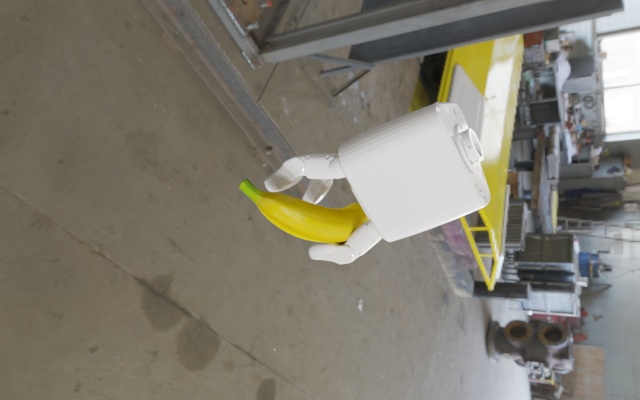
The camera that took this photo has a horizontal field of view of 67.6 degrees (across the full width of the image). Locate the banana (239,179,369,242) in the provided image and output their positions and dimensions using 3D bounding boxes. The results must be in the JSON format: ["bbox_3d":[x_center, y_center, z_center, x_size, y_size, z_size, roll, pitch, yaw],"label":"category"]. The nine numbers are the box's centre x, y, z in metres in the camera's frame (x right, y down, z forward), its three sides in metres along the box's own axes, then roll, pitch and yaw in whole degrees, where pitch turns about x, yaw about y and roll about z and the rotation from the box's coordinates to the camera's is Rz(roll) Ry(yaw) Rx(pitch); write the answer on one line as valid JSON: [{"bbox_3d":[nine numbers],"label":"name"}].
[{"bbox_3d":[0.005,0.016,0.516,0.037,0.069,0.198,-42,-33,26],"label":"banana"}]
